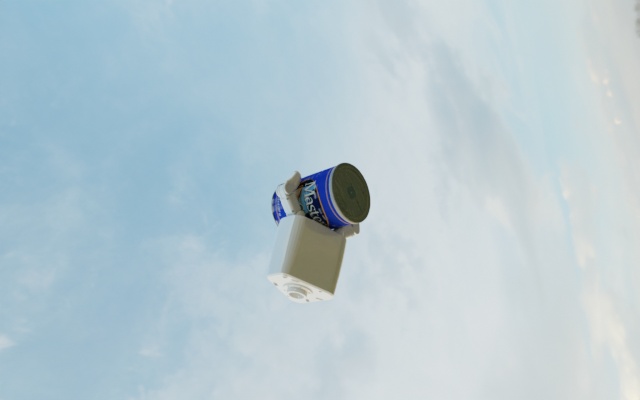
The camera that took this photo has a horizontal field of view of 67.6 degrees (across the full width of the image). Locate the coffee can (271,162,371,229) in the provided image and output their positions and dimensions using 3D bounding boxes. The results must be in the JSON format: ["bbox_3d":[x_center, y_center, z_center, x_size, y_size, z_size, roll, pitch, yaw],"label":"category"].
[{"bbox_3d":[0.000,0.002,0.822,0.140,0.103,0.103,-17,-11,39],"label":"coffee can"}]
